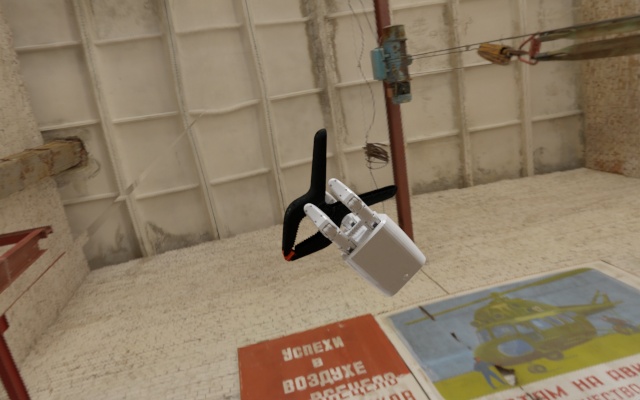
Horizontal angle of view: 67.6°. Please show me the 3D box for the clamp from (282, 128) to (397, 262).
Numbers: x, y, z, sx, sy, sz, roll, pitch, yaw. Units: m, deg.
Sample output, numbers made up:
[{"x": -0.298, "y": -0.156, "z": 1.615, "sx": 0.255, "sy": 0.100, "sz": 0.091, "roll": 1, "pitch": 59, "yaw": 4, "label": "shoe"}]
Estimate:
[{"x": 0.000, "y": 0.003, "z": 0.762, "sx": 0.164, "sy": 0.210, "sz": 0.036, "roll": 44, "pitch": 1, "yaw": -16, "label": "clamp"}]
